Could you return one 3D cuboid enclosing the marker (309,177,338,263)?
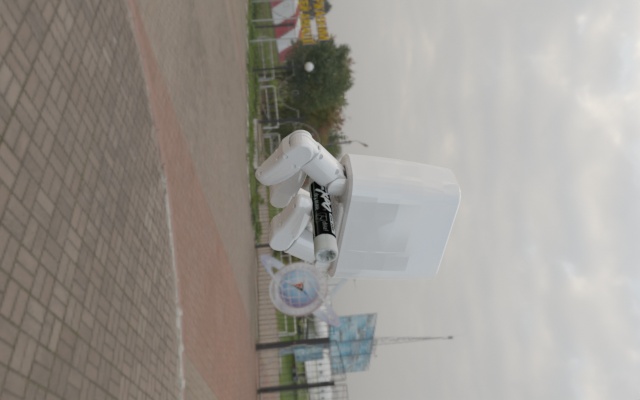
[{"bbox_3d":[0.000,0.001,0.415,0.020,0.020,0.121,0,44,-6],"label":"marker"}]
